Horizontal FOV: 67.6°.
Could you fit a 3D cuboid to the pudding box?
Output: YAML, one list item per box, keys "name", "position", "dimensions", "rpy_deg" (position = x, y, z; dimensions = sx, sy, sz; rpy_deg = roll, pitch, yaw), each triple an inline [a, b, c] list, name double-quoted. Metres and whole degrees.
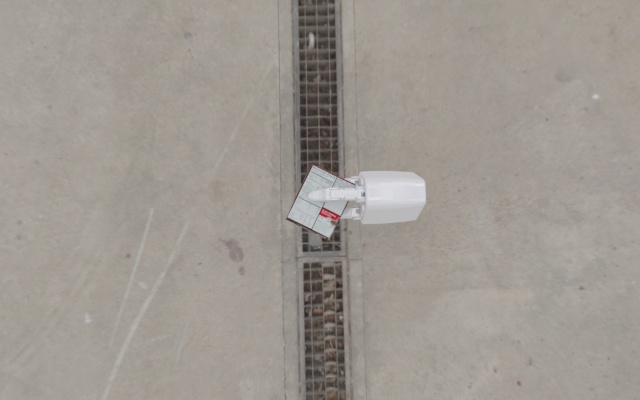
- name: "pudding box"
  position: [0.000, 0.003, 0.863]
  dimensions: [0.090, 0.113, 0.039]
  rpy_deg: [26, -6, 0]
